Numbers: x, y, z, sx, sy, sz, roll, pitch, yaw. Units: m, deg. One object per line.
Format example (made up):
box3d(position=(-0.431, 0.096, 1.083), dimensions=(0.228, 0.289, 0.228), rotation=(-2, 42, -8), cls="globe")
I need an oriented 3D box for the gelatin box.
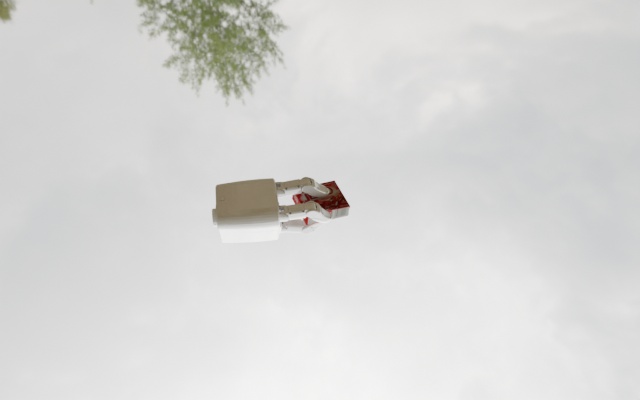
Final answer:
box3d(position=(0.000, 0.003, 0.890), dimensions=(0.089, 0.030, 0.073), rotation=(-12, 48, -20), cls="gelatin box")
